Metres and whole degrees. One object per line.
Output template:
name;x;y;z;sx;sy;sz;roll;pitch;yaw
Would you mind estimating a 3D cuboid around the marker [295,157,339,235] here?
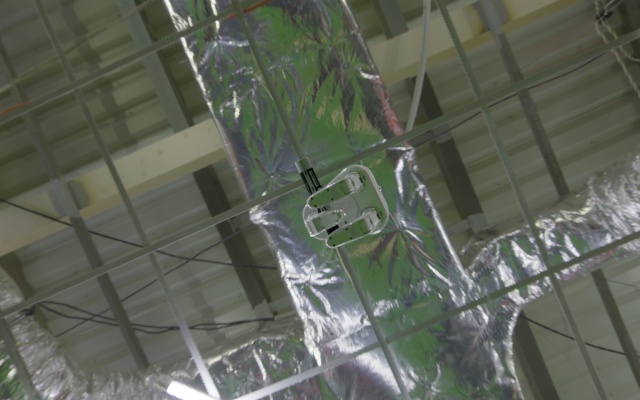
marker;0.000;0.002;0.619;0.020;0.121;0.020;-25;2;1
